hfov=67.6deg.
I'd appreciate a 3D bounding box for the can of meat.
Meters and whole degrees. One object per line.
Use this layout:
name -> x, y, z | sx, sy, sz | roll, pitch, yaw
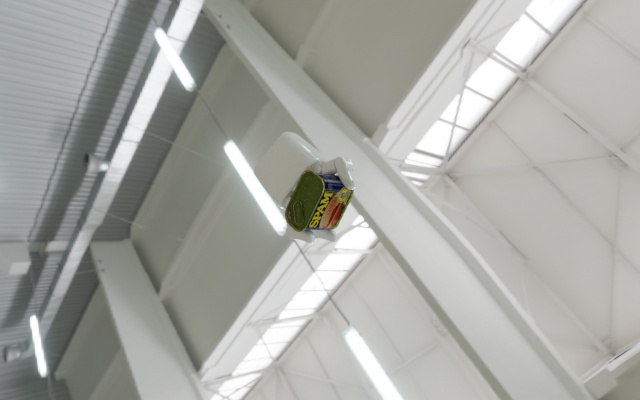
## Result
can of meat -> 0.000, 0.003, 0.808 | 0.084, 0.102, 0.057 | 3, 30, -47
